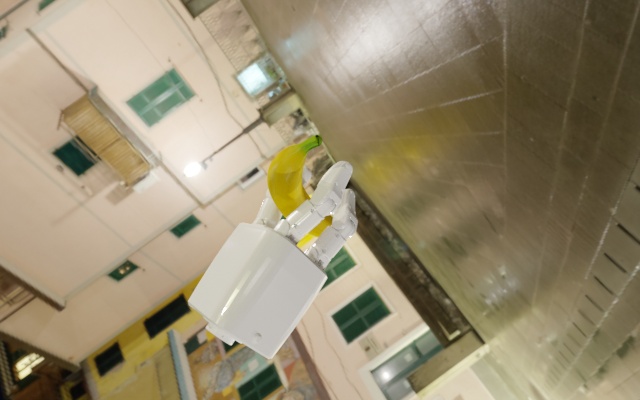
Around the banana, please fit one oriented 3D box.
[{"bbox_3d":[-0.019,-0.001,0.540,0.069,0.037,0.198,3,-30,13],"label":"banana"}]
